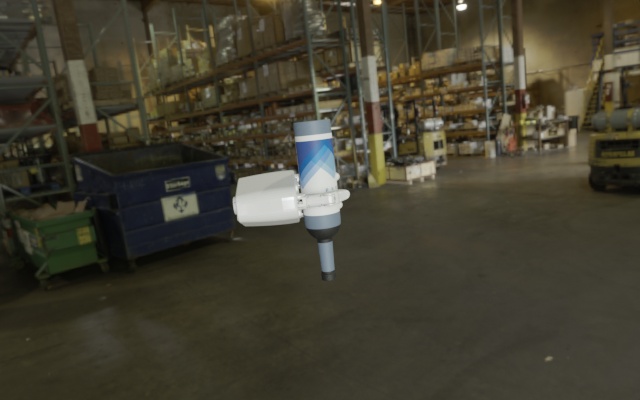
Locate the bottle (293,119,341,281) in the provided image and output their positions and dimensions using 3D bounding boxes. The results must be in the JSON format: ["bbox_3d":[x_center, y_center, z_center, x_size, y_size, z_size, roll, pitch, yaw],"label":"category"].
[{"bbox_3d":[0.000,0.003,0.874,0.069,0.296,0.069,-6,9,1],"label":"bottle"}]
